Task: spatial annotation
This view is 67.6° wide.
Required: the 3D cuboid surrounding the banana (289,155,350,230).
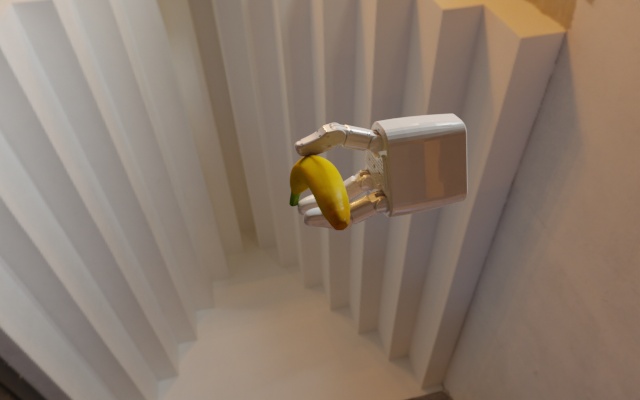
[{"bbox_3d":[-0.003,-0.017,0.540,0.037,0.069,0.198,-9,9,-14],"label":"banana"}]
